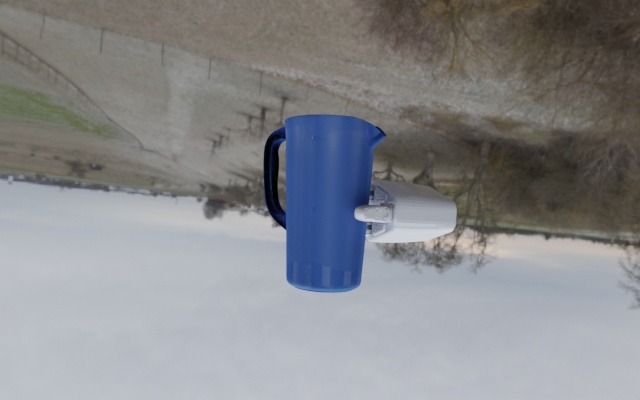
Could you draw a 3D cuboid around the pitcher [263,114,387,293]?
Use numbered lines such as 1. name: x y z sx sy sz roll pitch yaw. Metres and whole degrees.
1. pitcher: 0.000 0.002 0.690 0.145 0.243 0.149 3 0 -21
